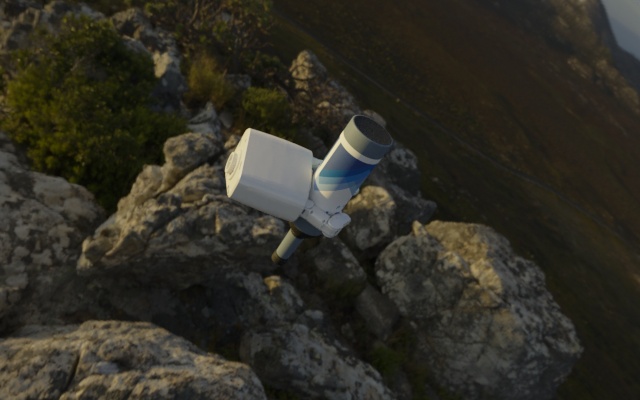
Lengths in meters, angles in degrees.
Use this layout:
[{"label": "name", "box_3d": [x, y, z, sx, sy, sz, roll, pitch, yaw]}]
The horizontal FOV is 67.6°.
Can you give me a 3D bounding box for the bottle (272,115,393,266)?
[{"label": "bottle", "box_3d": [0.000, 0.002, 0.739, 0.069, 0.069, 0.296, 0, -42, -42]}]
